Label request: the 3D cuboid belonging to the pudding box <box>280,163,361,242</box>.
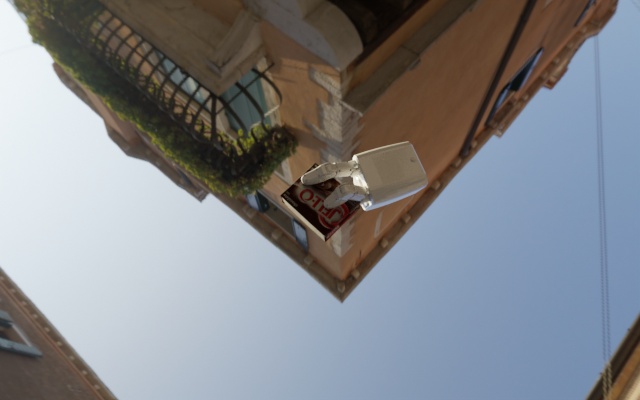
[{"bbox_3d":[0.000,0.003,0.838,0.113,0.090,0.039,40,-17,19],"label":"pudding box"}]
